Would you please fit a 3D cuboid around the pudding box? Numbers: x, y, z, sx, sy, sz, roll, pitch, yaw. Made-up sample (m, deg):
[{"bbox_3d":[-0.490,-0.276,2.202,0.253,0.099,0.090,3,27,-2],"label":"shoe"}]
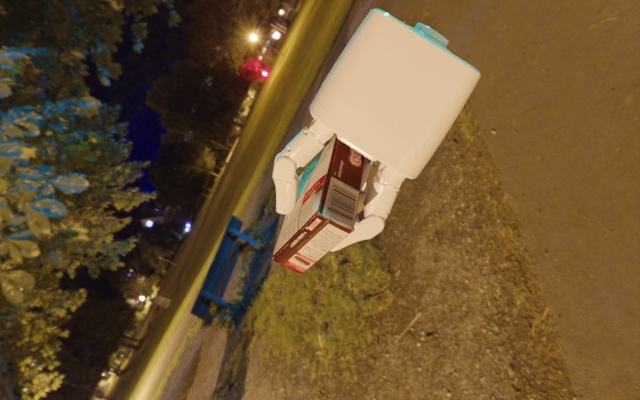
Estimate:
[{"bbox_3d":[0.000,0.001,0.458,0.039,0.113,0.090,29,-45,-15],"label":"pudding box"}]
